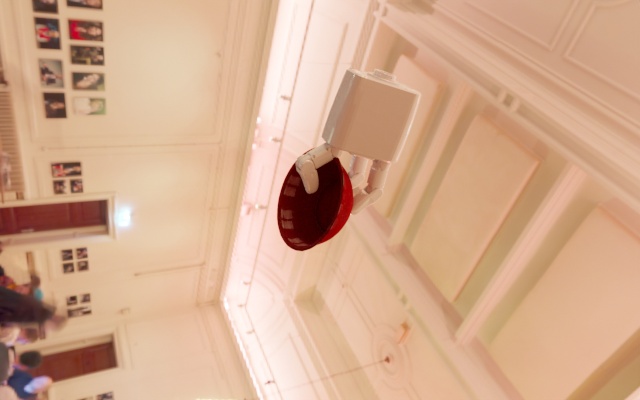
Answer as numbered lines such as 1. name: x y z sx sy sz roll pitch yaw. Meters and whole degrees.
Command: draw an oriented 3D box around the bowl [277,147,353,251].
1. bowl: 0.000 0.003 0.734 0.055 0.162 0.162 17 -11 -37
